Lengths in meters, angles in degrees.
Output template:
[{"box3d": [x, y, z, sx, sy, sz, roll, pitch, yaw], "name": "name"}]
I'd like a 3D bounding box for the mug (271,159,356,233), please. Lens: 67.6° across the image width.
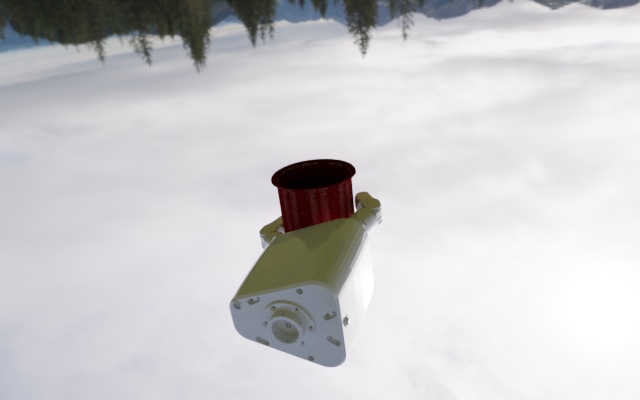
[{"box3d": [0.000, 0.001, 0.545, 0.093, 0.081, 0.117, 1, 25, 18], "name": "mug"}]
